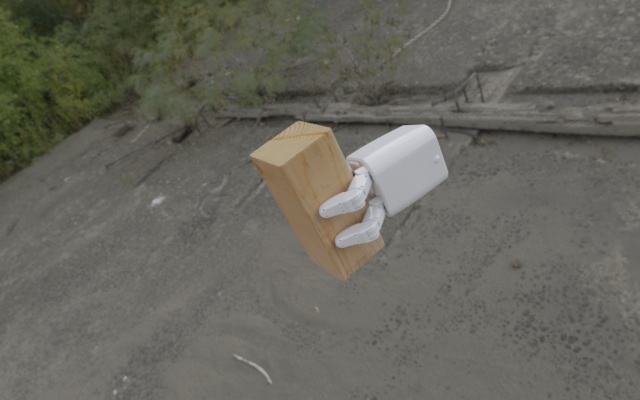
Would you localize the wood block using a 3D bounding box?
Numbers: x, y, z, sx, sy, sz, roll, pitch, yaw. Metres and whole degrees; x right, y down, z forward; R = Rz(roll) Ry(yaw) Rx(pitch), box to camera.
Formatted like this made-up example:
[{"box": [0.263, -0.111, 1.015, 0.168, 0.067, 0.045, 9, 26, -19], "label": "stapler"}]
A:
[{"box": [0.000, 0.002, 0.679, 0.090, 0.206, 0.091, -39, 32, -18], "label": "wood block"}]
